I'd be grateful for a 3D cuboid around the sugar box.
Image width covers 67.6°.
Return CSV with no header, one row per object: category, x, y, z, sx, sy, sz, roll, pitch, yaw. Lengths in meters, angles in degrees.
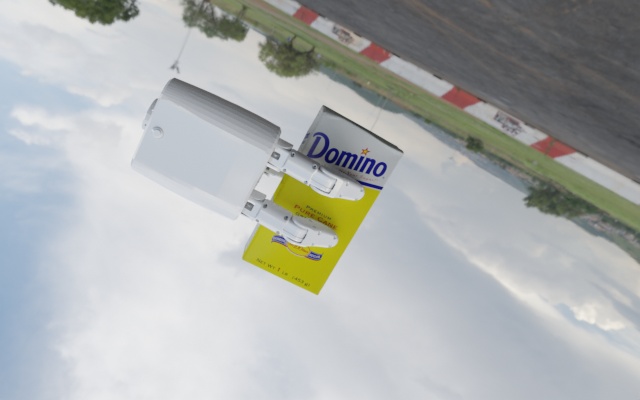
sugar box,0.000,0.002,0.494,0.093,0.176,0.048,27,15,-11
